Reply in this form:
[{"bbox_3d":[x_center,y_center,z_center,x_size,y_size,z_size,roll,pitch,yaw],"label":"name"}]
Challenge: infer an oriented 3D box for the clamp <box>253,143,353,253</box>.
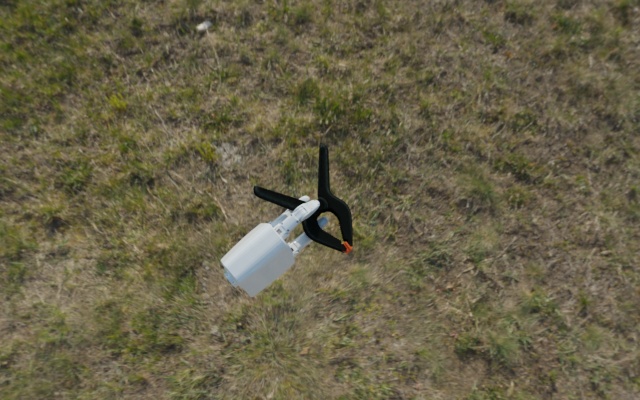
[{"bbox_3d":[0.000,0.003,0.892,0.164,0.210,0.036,-41,-9,-10],"label":"clamp"}]
